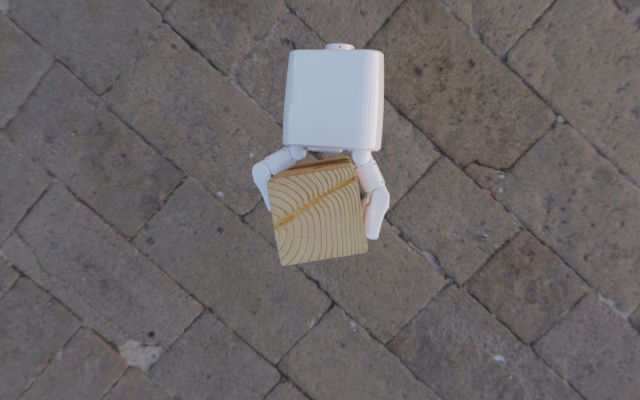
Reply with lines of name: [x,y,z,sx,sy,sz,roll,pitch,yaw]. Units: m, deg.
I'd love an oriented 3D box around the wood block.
wood block: [0.000,0.002,0.570,0.091,0.090,0.206,-9,8,3]
